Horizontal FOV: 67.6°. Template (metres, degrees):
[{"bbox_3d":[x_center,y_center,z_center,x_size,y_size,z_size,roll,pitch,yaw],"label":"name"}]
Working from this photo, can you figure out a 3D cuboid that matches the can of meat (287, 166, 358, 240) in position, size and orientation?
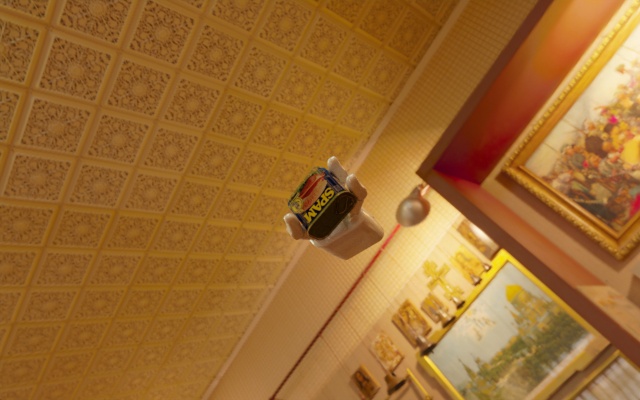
[{"bbox_3d":[0.000,0.003,0.831,0.057,0.102,0.084,28,17,-50],"label":"can of meat"}]
